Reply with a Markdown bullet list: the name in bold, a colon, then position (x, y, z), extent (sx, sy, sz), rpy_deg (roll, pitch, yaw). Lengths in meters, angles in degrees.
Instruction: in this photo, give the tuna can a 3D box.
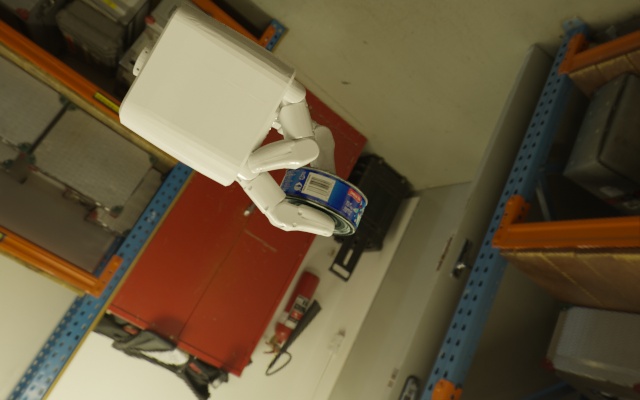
- **tuna can**: position (0.000, 0.002, 0.465), extent (0.086, 0.033, 0.086), rpy_deg (20, -18, 7)
